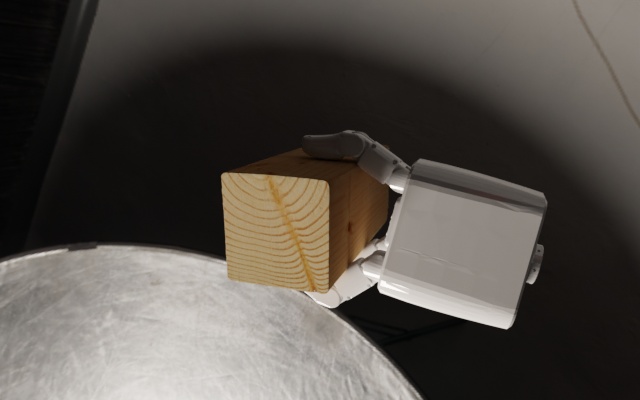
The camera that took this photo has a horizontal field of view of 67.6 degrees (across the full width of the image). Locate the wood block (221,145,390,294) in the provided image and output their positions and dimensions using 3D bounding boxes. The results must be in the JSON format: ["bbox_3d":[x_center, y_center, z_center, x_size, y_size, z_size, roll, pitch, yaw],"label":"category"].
[{"bbox_3d":[0.000,0.001,0.455,0.090,0.091,0.206,5,14,19],"label":"wood block"}]
